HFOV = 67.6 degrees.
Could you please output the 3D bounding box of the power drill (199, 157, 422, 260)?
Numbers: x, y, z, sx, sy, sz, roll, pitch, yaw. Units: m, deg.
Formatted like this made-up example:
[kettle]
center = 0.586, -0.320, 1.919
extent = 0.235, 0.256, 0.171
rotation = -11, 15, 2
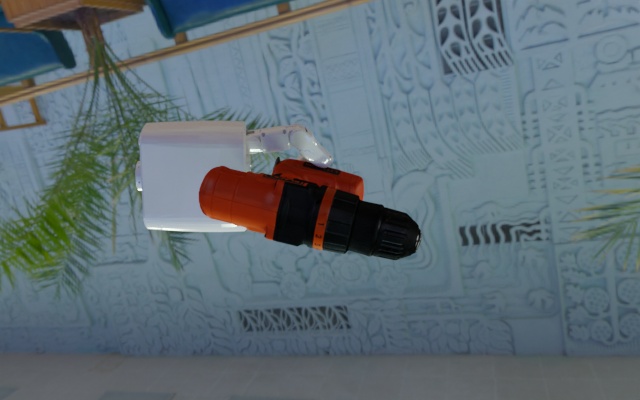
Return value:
[power drill]
center = 0.000, 0.001, 0.458
extent = 0.184, 0.057, 0.187
rotation = 15, 8, 6
